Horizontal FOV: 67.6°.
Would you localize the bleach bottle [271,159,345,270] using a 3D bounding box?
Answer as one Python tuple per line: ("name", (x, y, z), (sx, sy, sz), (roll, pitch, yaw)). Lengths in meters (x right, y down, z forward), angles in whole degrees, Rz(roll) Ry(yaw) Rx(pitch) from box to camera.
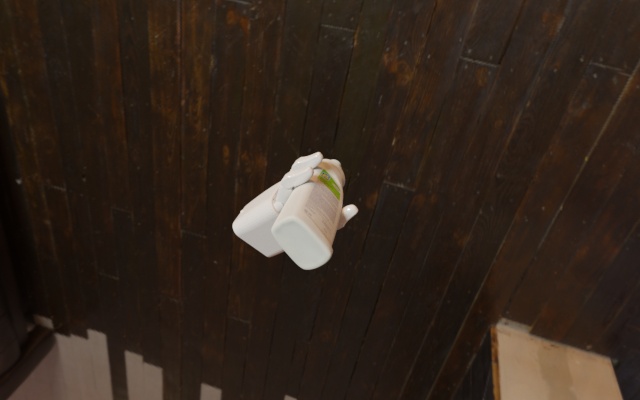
("bleach bottle", (0.000, 0.003, 0.826), (0.068, 0.102, 0.250), (-31, 18, 30))
